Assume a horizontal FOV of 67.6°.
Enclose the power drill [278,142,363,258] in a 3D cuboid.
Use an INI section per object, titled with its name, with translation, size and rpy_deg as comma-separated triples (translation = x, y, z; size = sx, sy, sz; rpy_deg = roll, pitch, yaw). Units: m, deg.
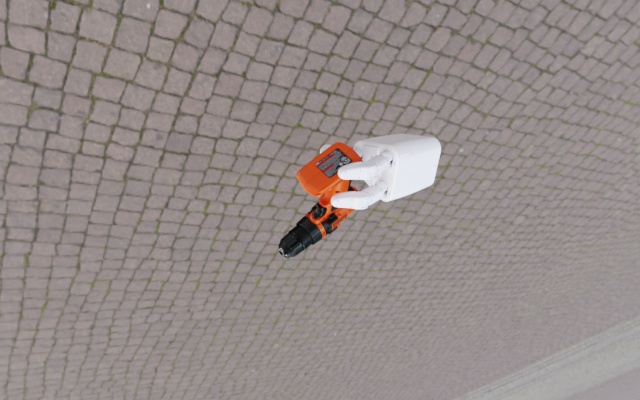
[power drill]
translation = 0.000, 0.002, 0.795
size = 0.184, 0.057, 0.188
rpy_deg = -40, -21, -22
